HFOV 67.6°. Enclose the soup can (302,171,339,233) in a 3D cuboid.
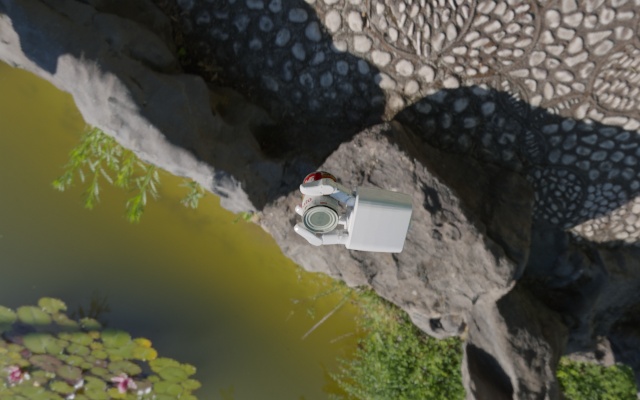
[{"bbox_3d":[0.000,0.003,0.883,0.068,0.069,0.102,0,40,0],"label":"soup can"}]
